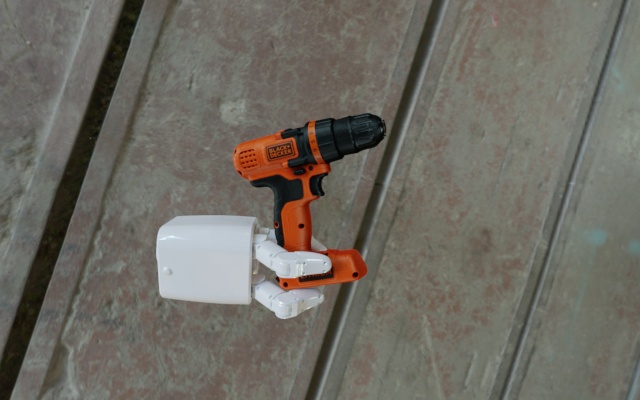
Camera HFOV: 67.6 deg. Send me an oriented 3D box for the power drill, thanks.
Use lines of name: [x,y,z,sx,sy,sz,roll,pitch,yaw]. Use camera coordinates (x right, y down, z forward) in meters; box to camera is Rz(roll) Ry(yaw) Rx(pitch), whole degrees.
power drill: [0.000,0.002,0.558,0.184,0.187,0.057,-12,1,18]
